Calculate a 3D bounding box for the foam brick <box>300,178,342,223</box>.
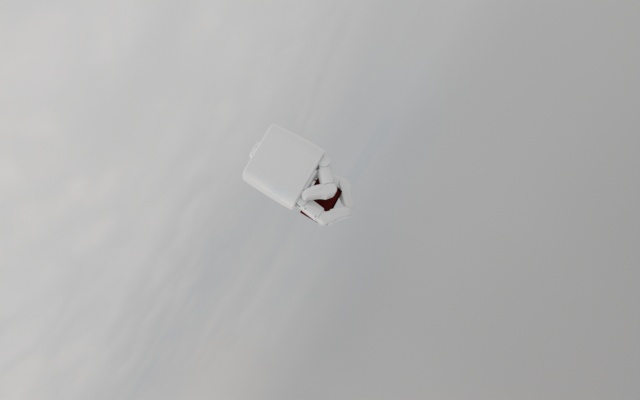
[{"bbox_3d":[0.000,0.003,0.881,0.051,0.053,0.078,28,-21,0],"label":"foam brick"}]
